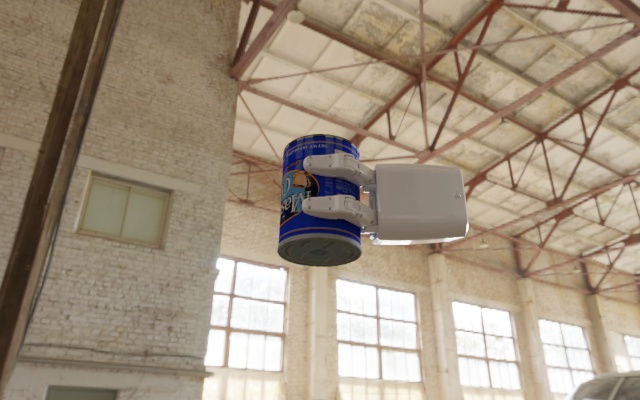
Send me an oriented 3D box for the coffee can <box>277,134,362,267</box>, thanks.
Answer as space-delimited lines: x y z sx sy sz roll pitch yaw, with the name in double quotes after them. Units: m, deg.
0.000 0.002 0.607 0.103 0.140 0.103 1 -26 0 "coffee can"
